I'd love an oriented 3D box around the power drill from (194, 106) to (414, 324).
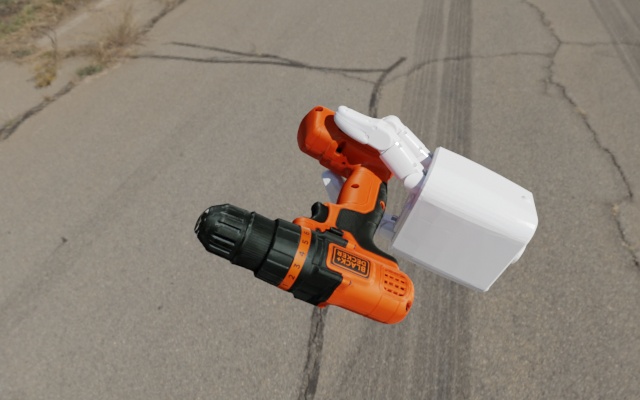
[{"bbox_3d":[0.000,0.001,0.425,0.184,0.187,0.057,25,-41,-15],"label":"power drill"}]
